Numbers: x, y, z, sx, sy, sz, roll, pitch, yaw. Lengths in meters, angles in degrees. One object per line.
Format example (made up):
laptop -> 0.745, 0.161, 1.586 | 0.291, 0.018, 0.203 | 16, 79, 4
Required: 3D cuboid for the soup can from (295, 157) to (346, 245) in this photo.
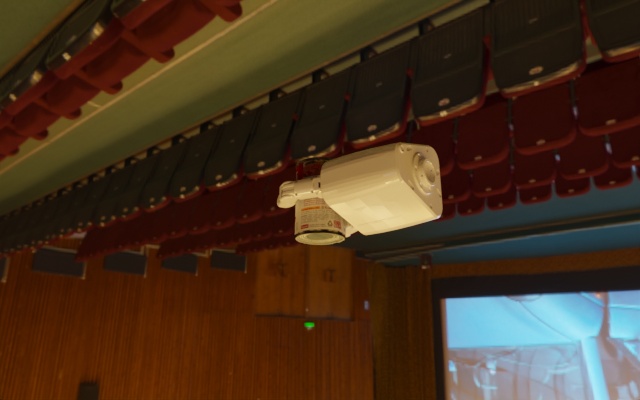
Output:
soup can -> 0.000, 0.002, 0.634 | 0.068, 0.102, 0.068 | 0, -18, 0
